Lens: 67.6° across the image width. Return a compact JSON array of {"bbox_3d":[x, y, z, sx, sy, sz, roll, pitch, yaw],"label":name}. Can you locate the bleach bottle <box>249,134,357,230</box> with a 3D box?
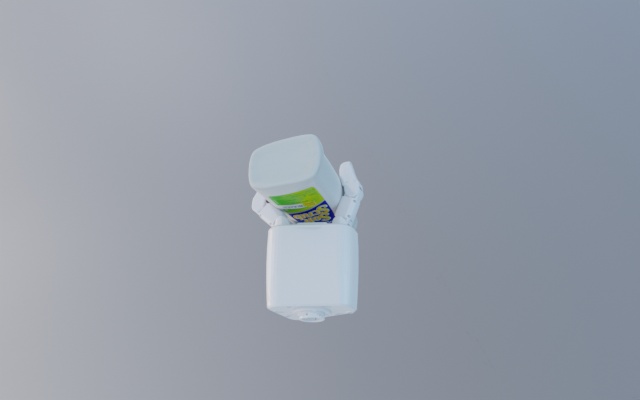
[{"bbox_3d":[0.000,0.002,0.682,0.102,0.068,0.251,-11,-28,20],"label":"bleach bottle"}]
